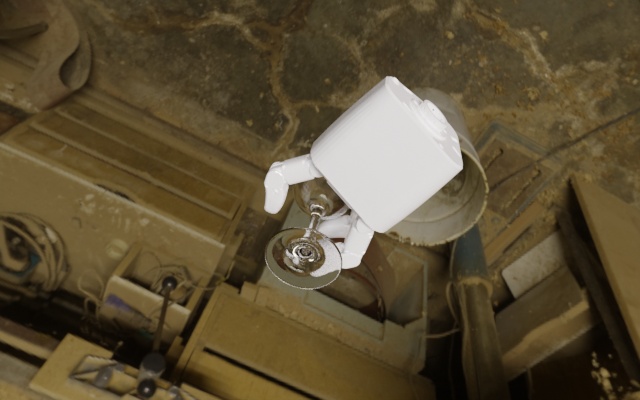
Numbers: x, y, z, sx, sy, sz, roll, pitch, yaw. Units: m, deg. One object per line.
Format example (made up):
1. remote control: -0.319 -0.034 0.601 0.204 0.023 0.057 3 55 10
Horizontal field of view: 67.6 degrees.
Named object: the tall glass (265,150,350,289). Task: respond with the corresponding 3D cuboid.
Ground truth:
1. tall glass: 0.000 0.002 0.529 0.079 0.079 0.201 0 33 11
